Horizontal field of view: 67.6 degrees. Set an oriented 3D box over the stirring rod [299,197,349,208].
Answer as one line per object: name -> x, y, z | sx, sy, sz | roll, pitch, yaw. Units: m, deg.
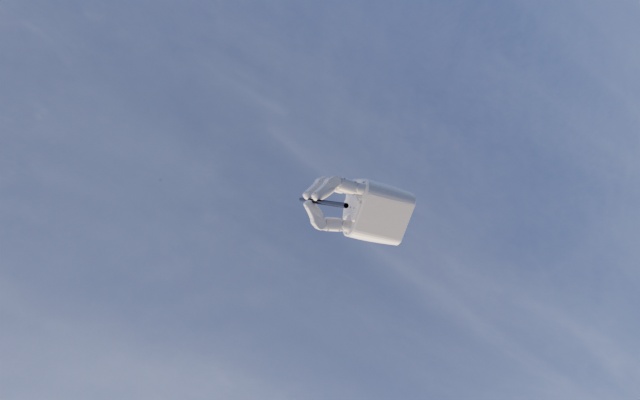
stirring rod -> 0.000, 0.003, 0.823 | 0.011, 0.011, 0.239 | 0, 2, -19
